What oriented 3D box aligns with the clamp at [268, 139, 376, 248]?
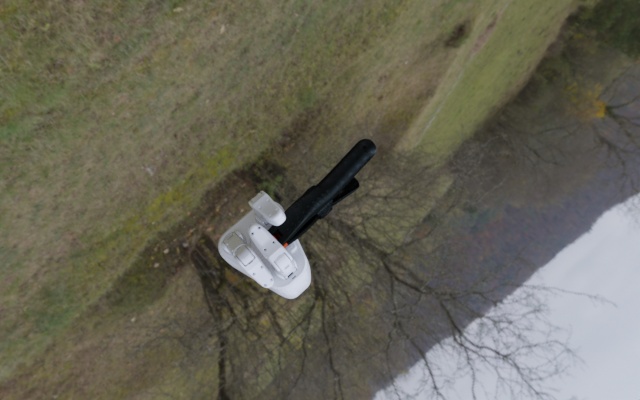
[{"bbox_3d":[0.000,0.002,0.596,0.171,0.039,0.120,-41,-17,-11],"label":"clamp"}]
